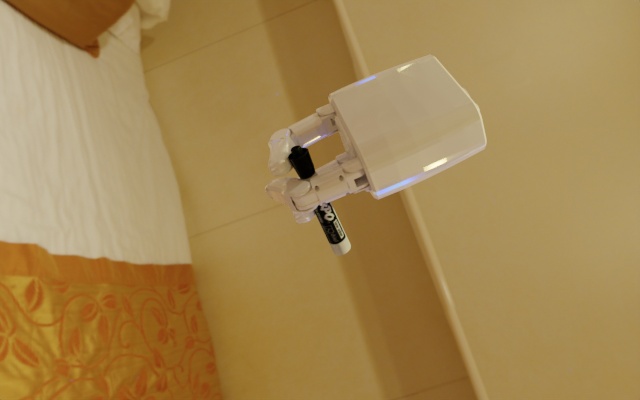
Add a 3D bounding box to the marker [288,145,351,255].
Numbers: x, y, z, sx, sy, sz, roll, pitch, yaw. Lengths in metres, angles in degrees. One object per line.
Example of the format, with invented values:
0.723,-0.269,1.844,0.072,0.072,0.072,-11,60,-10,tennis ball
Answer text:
0.000,0.001,0.439,0.020,0.121,0.020,-17,33,12,marker
